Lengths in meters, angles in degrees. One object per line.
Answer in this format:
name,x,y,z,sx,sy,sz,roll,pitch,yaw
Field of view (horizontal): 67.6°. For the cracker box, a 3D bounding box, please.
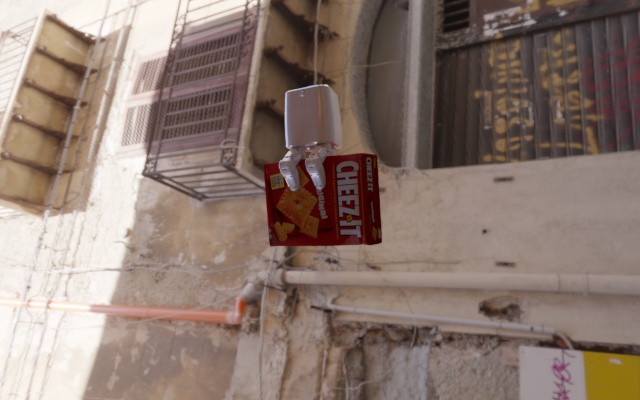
cracker box,0.000,0.003,0.894,0.214,0.164,0.072,-4,0,29
